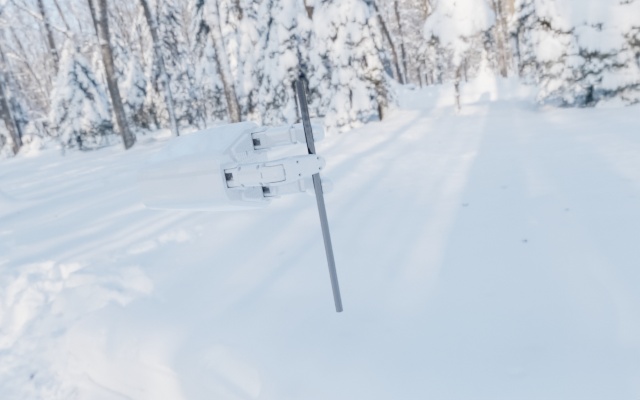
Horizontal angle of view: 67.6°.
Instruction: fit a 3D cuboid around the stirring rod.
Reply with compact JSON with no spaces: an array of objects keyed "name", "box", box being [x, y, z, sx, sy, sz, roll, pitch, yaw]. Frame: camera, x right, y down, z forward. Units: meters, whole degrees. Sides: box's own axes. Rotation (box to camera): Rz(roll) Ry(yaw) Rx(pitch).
[{"name":"stirring rod","box":[0.000,0.002,0.484,0.011,0.239,0.011,-9,12,2]}]
